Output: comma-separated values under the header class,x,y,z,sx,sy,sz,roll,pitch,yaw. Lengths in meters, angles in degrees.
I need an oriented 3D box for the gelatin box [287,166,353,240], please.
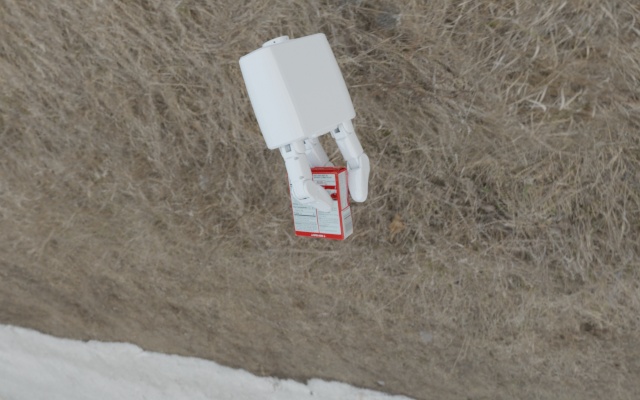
class,x,y,z,sx,sy,sz,roll,pitch,yaw
gelatin box,0.000,0.002,0.602,0.073,0.089,0.030,2,17,31
